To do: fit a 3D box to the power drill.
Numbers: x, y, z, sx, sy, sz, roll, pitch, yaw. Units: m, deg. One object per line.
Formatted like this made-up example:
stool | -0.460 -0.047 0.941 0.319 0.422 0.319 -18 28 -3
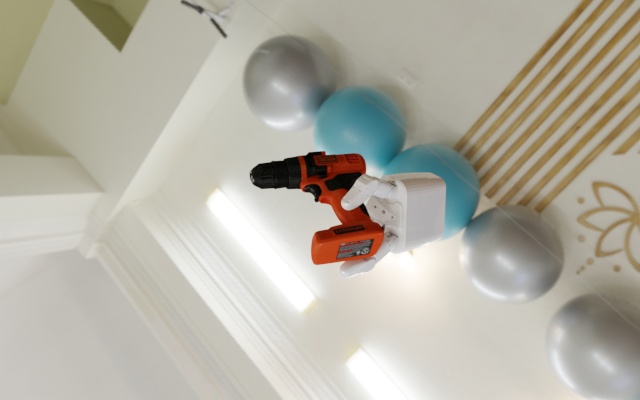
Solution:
power drill | 0.000 0.003 0.698 0.184 0.187 0.057 -8 -41 -14
